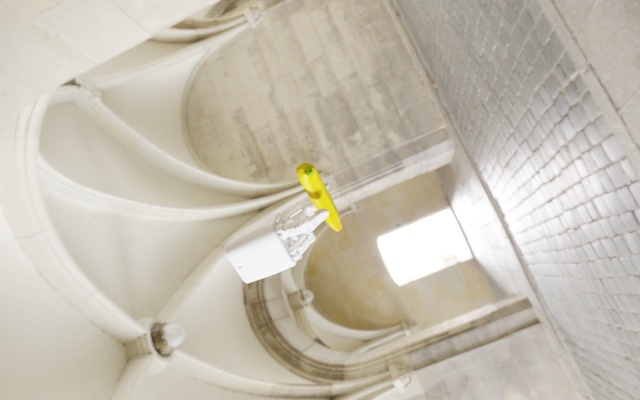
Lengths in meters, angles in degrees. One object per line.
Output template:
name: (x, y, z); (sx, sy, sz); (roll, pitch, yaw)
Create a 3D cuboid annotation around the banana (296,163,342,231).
banana: (-0.006, -0.013, 0.888); (0.037, 0.069, 0.198); (-23, -38, 6)
